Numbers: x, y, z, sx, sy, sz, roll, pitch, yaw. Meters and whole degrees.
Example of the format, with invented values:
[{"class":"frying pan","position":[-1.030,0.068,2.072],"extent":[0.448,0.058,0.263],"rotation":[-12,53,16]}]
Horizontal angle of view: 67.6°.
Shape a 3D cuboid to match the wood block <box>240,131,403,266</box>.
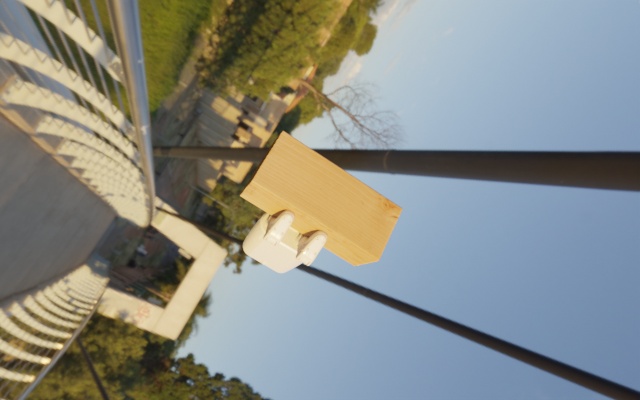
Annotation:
[{"class":"wood block","position":[0.000,0.002,0.695],"extent":[0.206,0.090,0.090],"rotation":[32,-21,-11]}]
